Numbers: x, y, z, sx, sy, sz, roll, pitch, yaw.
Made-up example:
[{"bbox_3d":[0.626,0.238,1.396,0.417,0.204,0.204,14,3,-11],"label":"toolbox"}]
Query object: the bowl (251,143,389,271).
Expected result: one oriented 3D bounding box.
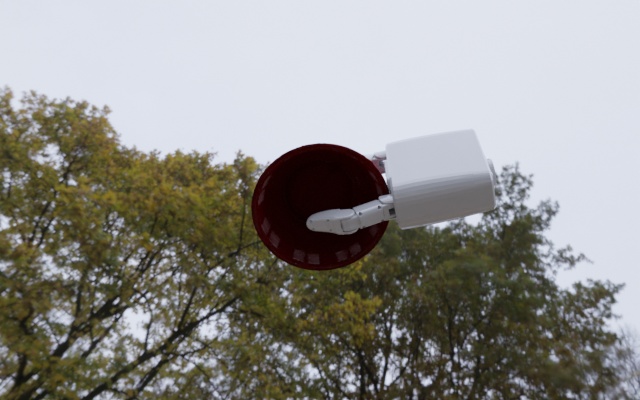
[{"bbox_3d":[-0.001,0.002,0.573,0.162,0.162,0.055,0,24,-3],"label":"bowl"}]
